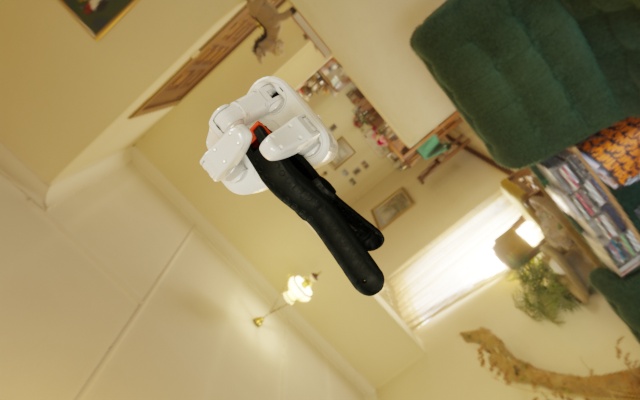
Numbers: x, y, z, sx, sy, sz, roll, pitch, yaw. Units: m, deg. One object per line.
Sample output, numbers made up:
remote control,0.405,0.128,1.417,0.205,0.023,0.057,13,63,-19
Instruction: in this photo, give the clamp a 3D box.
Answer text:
clamp,-0.001,0.002,0.425,0.039,0.171,0.120,-40,-3,9
